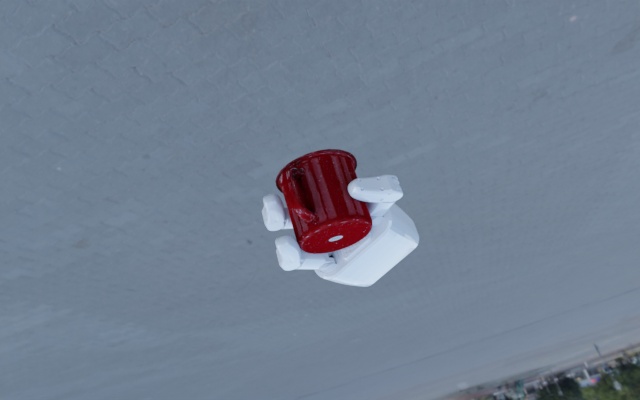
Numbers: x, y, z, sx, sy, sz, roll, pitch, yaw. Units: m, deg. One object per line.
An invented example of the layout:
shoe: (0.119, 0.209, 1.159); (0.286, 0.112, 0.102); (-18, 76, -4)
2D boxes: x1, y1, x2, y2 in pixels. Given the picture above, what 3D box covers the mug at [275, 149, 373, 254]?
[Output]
mug: (-0.001, 0.001, 0.499); (0.093, 0.081, 0.117); (-28, -28, 22)
